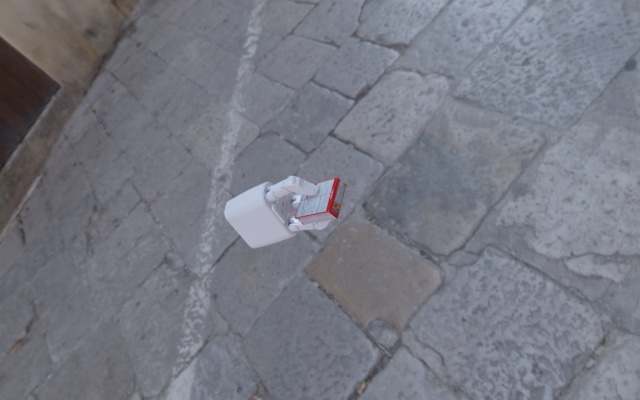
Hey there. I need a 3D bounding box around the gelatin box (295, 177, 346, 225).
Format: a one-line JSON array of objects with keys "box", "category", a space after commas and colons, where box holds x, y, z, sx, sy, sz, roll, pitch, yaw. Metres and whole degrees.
[{"box": [0.000, 0.003, 0.878, 0.089, 0.073, 0.030, -14, -40, 42], "category": "gelatin box"}]
